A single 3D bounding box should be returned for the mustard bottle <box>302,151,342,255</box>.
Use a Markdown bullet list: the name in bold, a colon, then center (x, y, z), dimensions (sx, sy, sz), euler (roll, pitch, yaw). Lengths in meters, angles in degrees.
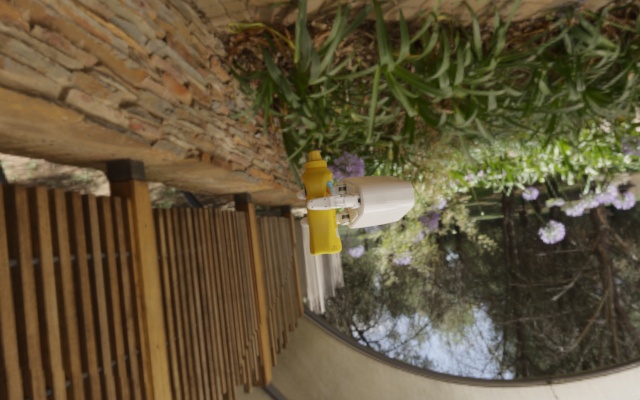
- **mustard bottle**: center (0.000, 0.003, 0.886), dimensions (0.058, 0.191, 0.096), euler (-7, -3, 9)
